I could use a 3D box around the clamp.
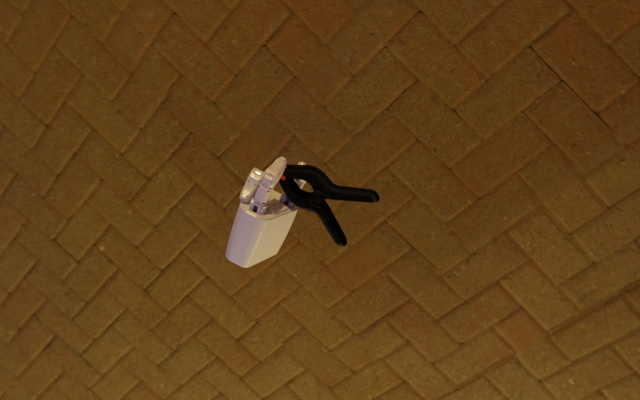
[{"bbox_3d":[0.000,0.003,0.795,0.171,0.120,0.039,26,25,6],"label":"clamp"}]
